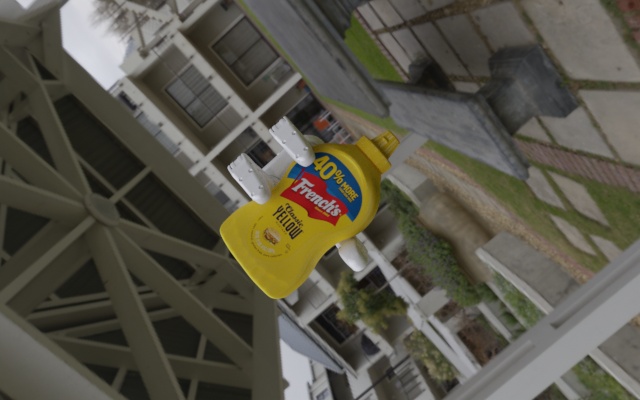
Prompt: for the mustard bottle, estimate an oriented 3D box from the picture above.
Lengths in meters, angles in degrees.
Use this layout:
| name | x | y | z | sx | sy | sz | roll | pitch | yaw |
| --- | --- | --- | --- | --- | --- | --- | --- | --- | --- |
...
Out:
| name | x | y | z | sx | sy | sz | roll | pitch | yaw |
| --- | --- | --- | --- | --- | --- | --- | --- | --- | --- |
| mustard bottle | 0.000 | 0.002 | 0.469 | 0.191 | 0.096 | 0.058 | -41 | -15 | 4 |
